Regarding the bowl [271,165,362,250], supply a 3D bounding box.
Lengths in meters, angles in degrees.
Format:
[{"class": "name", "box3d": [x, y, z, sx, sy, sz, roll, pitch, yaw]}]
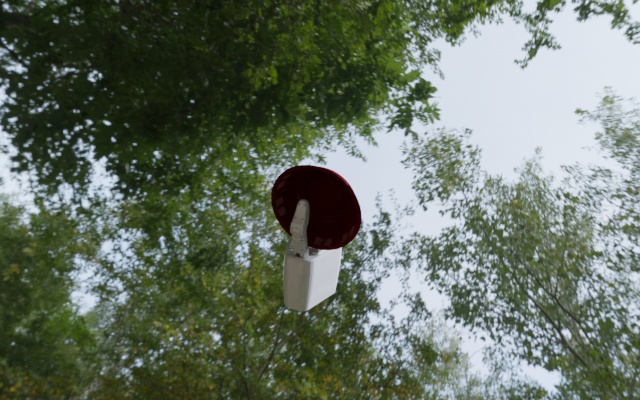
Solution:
[{"class": "bowl", "box3d": [0.001, 0.001, 0.805, 0.162, 0.162, 0.055, 0, 29, 26]}]
